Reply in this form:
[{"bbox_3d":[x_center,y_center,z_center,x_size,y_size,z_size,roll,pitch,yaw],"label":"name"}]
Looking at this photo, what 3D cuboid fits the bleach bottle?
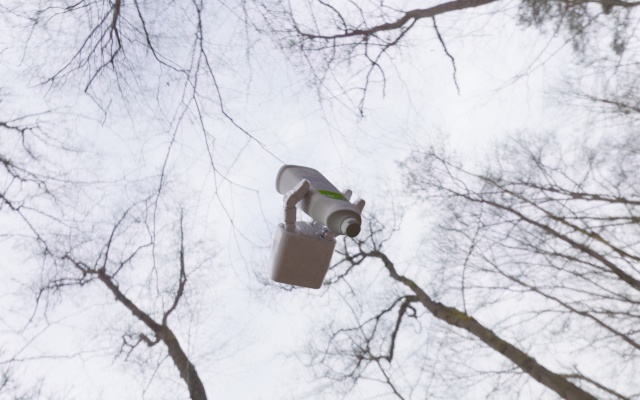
[{"bbox_3d":[0.000,0.003,0.899,0.102,0.068,0.250,5,19,-26],"label":"bleach bottle"}]
